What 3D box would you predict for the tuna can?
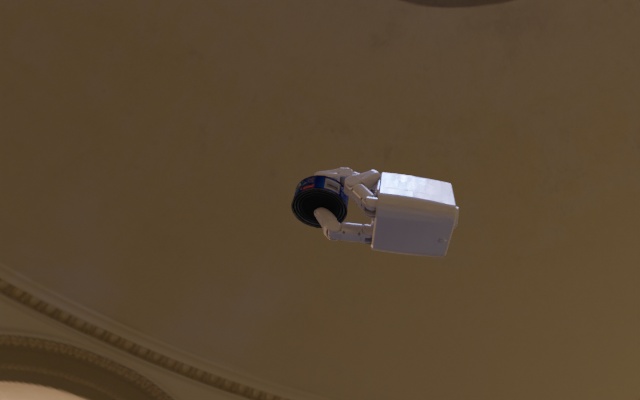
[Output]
[{"bbox_3d":[0.000,0.002,0.735,0.086,0.033,0.086,5,-44,5],"label":"tuna can"}]
